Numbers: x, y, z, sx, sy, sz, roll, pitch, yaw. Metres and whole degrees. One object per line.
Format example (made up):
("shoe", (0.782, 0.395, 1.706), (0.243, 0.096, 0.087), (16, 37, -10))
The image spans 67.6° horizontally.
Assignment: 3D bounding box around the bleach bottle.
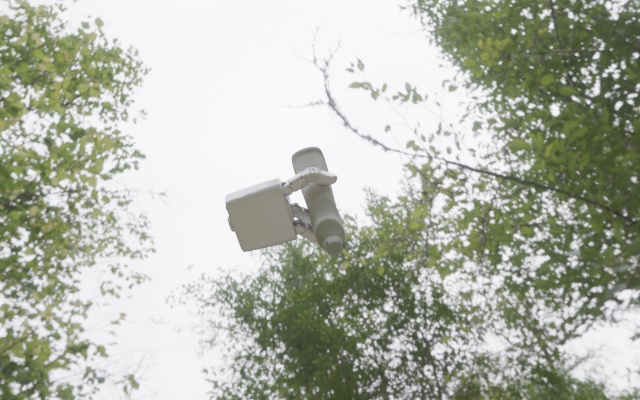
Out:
("bleach bottle", (0.000, 0.003, 0.880), (0.068, 0.103, 0.250), (-18, 35, 1))
